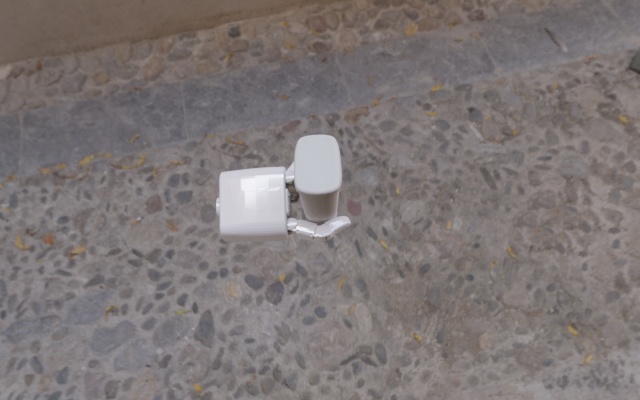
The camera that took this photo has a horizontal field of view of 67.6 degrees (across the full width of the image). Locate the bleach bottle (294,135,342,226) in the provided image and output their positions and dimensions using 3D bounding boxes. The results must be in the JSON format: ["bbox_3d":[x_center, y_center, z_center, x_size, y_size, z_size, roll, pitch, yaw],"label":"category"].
[{"bbox_3d":[0.000,0.002,0.781,0.068,0.102,0.251,-2,-28,1],"label":"bleach bottle"}]
